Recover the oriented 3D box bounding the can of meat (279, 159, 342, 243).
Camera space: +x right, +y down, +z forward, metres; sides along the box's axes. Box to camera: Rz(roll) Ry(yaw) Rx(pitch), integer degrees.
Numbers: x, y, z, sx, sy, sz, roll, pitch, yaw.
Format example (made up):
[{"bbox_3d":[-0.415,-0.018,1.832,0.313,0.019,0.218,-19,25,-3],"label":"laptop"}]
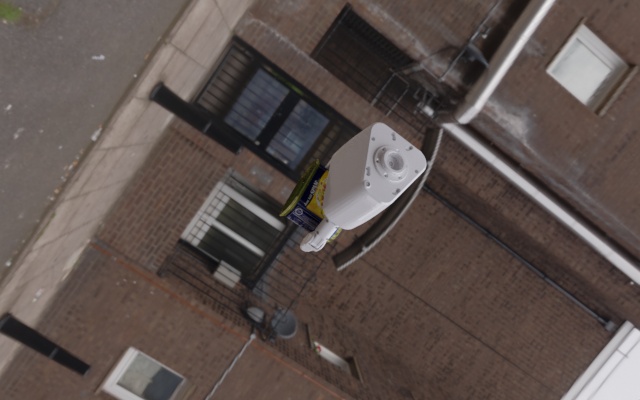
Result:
[{"bbox_3d":[0.000,0.003,0.722,0.084,0.102,0.057,35,-34,-10],"label":"can of meat"}]
